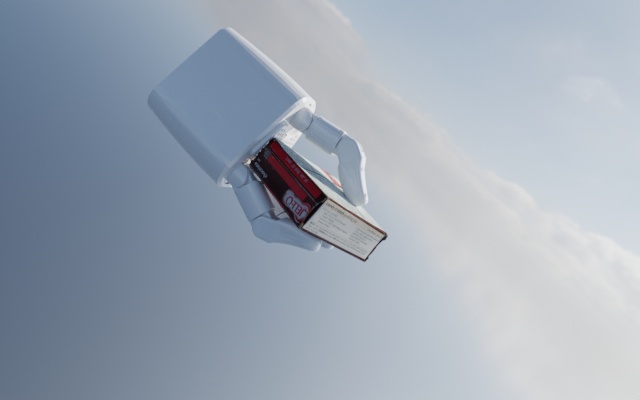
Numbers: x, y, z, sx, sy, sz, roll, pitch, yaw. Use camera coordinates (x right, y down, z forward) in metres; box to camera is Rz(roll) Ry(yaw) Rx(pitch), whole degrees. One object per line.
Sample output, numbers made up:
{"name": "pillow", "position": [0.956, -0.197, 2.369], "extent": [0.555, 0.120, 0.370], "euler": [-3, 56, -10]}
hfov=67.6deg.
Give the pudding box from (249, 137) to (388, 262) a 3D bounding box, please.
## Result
{"name": "pudding box", "position": [0.000, 0.001, 0.425], "extent": [0.113, 0.039, 0.090], "euler": [29, 17, -51]}
